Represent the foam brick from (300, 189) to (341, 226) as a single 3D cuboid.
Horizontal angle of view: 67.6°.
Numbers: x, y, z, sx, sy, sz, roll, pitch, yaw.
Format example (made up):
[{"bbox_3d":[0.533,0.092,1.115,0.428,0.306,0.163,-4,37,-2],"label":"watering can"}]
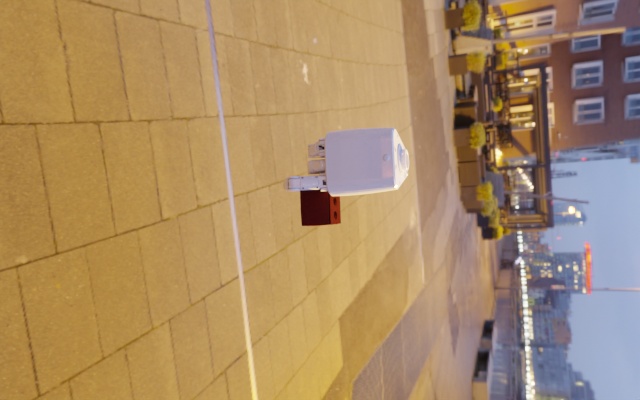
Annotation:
[{"bbox_3d":[0.000,0.003,0.773,0.051,0.078,0.053,-3,-2,19],"label":"foam brick"}]
